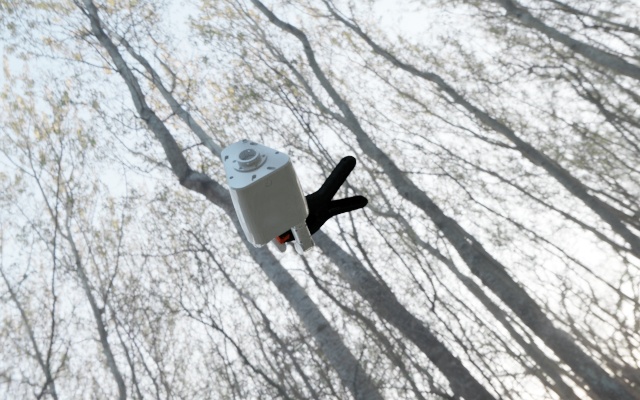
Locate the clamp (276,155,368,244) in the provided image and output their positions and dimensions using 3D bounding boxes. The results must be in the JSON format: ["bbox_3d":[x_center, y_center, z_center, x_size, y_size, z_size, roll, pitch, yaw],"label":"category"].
[{"bbox_3d":[0.000,0.002,0.747,0.171,0.120,0.039,-31,45,-18],"label":"clamp"}]
